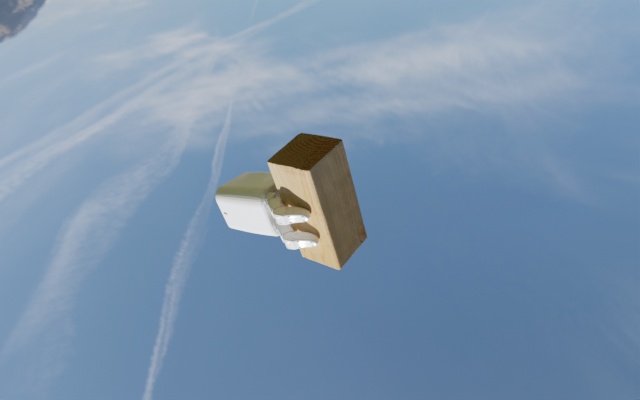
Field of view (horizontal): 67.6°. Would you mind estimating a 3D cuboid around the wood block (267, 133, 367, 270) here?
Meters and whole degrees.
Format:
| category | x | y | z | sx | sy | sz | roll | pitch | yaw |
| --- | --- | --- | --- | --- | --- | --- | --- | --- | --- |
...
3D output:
| category | x | y | z | sx | sy | sz | roll | pitch | yaw |
| --- | --- | --- | --- | --- | --- | --- | --- | --- | --- |
| wood block | 0.000 | 0.002 | 0.794 | 0.090 | 0.206 | 0.090 | 15 | 47 | 36 |
